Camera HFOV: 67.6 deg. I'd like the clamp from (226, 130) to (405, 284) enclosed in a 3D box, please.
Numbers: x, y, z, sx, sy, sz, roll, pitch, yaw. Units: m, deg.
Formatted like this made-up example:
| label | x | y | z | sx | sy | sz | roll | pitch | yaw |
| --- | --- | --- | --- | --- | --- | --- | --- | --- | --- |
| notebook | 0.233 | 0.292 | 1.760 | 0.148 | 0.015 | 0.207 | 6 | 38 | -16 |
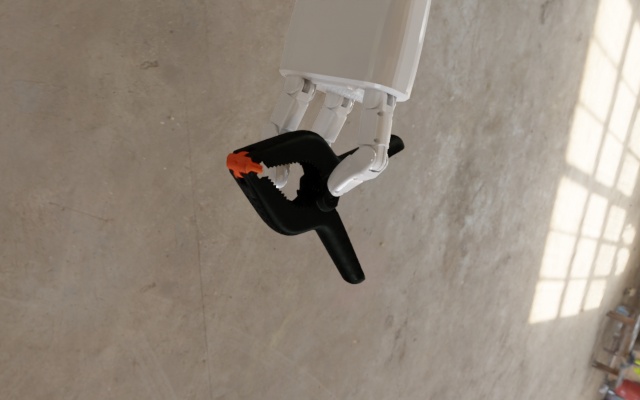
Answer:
| label | x | y | z | sx | sy | sz | roll | pitch | yaw |
| --- | --- | --- | --- | --- | --- | --- | --- | --- | --- |
| clamp | 0.000 | 0.001 | 0.448 | 0.036 | 0.164 | 0.210 | 14 | 4 | 43 |
